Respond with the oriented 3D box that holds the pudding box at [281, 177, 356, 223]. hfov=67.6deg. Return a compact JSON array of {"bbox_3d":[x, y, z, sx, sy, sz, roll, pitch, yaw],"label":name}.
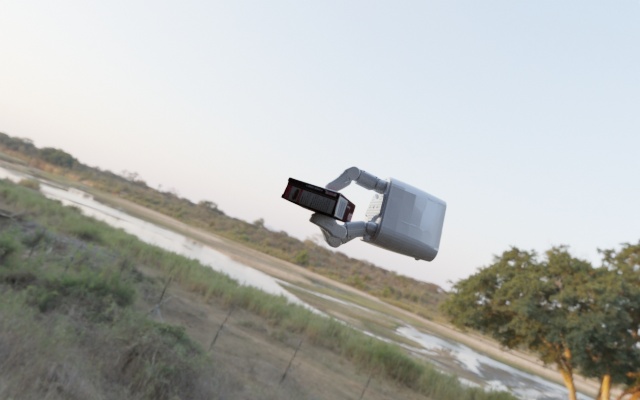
[{"bbox_3d":[0.000,0.002,0.752,0.090,0.039,0.113,18,-6,18],"label":"pudding box"}]
